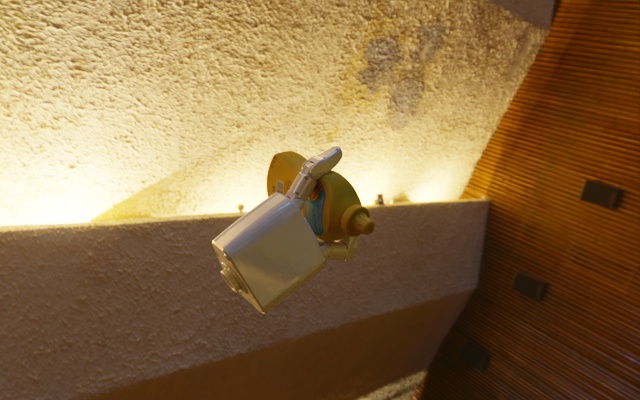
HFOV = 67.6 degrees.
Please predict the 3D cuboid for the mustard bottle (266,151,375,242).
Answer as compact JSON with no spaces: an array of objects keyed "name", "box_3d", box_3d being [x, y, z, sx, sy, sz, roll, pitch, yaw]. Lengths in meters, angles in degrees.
[{"name":"mustard bottle","box_3d":[0.000,0.002,0.650,0.058,0.096,0.191,-14,29,-37]}]
